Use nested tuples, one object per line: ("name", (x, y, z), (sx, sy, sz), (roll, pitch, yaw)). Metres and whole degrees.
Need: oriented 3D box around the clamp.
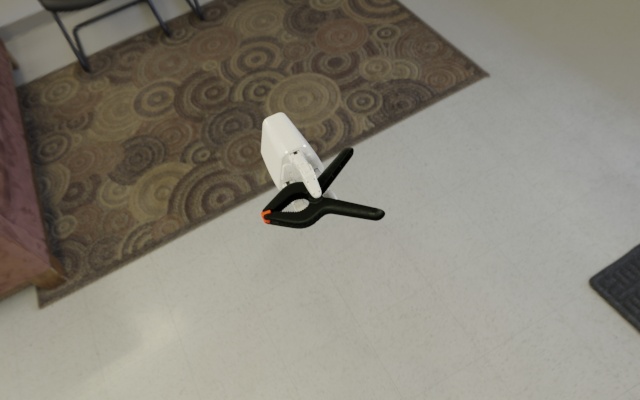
("clamp", (-0.001, 0.002, 0.845), (0.210, 0.164, 0.036), (-25, -34, -8))
